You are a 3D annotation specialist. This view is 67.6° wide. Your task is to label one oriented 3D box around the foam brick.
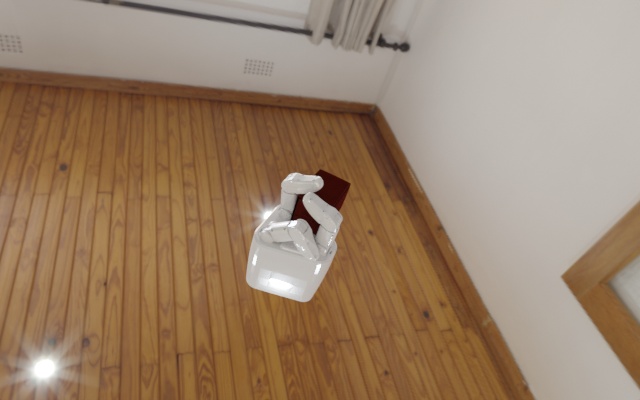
[{"bbox_3d":[0.000,0.002,0.688,0.053,0.051,0.078,28,43,10],"label":"foam brick"}]
